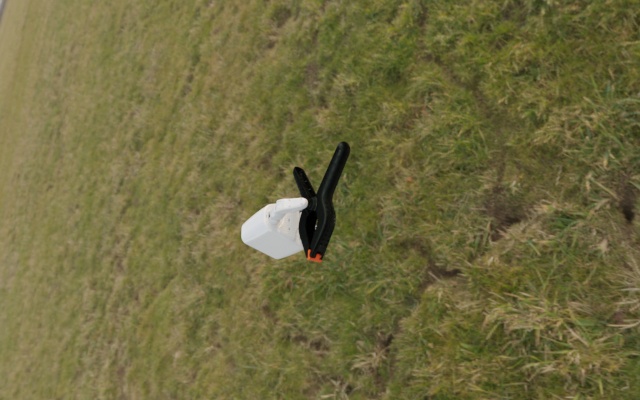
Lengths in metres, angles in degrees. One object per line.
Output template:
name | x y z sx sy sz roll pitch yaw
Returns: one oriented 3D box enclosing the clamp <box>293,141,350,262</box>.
clamp | -0.001 0.003 0.857 0.036 0.210 0.164 15 -29 -31
